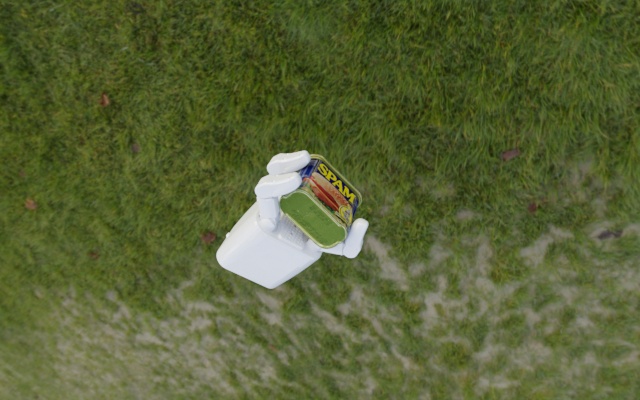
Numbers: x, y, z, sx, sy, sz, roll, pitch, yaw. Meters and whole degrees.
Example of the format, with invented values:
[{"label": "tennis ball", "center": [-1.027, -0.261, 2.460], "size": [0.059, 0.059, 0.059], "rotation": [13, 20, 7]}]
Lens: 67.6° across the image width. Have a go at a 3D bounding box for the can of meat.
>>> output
[{"label": "can of meat", "center": [0.000, 0.002, 0.633], "size": [0.057, 0.102, 0.084], "rotation": [-36, 18, 34]}]
